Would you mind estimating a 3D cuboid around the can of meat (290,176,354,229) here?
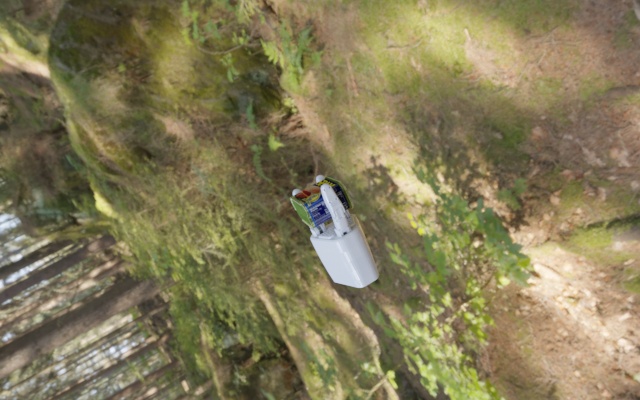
[{"bbox_3d":[0.000,0.003,0.874,0.084,0.057,0.102,-29,18,-11],"label":"can of meat"}]
